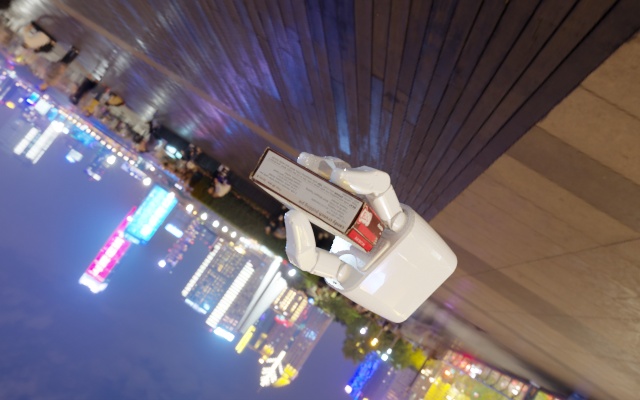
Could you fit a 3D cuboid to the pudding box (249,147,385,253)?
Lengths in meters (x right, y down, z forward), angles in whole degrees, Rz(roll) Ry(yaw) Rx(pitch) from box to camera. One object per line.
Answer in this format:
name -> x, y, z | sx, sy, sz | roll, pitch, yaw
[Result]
pudding box -> 0.000, 0.002, 0.452 | 0.113, 0.039, 0.090 | 28, -6, 23
